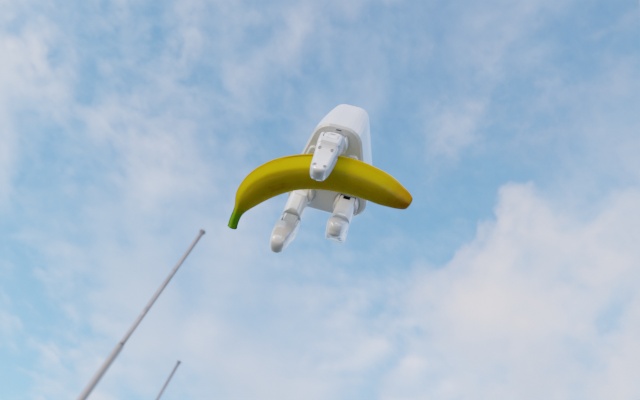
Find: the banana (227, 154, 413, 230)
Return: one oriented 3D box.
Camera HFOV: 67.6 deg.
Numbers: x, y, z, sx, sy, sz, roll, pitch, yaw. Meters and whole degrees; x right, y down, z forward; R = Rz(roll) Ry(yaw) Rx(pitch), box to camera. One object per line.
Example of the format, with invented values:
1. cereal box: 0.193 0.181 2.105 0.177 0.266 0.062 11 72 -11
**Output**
1. banana: -0.006 -0.016 0.497 0.198 0.070 0.037 -7 15 13
